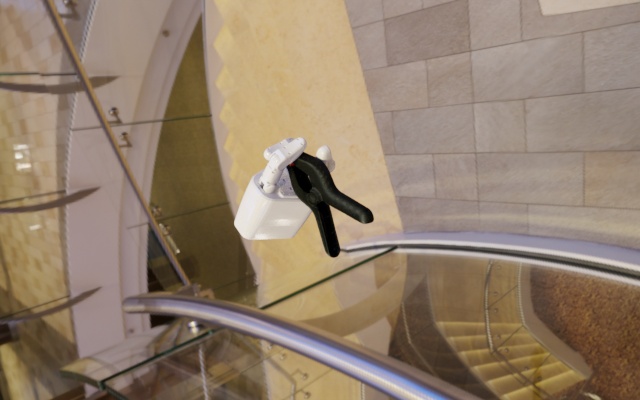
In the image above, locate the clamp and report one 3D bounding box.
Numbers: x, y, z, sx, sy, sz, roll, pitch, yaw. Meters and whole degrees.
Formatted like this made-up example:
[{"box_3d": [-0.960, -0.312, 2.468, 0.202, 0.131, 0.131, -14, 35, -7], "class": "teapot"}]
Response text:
[{"box_3d": [0.000, 0.002, 0.716, 0.039, 0.171, 0.120, -16, -32, -43], "class": "clamp"}]
